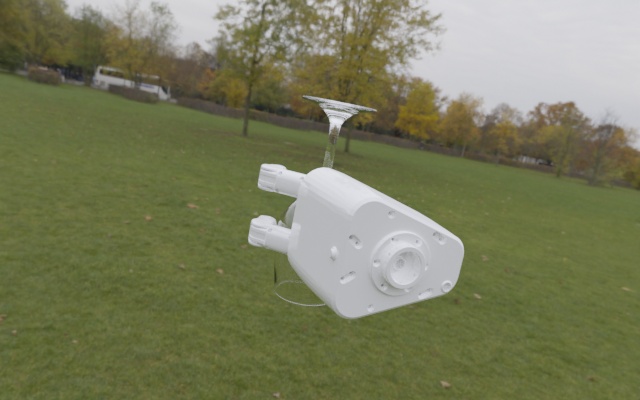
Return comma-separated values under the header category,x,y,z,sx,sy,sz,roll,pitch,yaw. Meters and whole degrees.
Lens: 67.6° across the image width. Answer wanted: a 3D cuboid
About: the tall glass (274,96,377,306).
category,x,y,z,sx,sy,sz,roll,pitch,yaw
tall glass,0.000,0.001,0.483,0.079,0.201,0.079,11,10,-2
